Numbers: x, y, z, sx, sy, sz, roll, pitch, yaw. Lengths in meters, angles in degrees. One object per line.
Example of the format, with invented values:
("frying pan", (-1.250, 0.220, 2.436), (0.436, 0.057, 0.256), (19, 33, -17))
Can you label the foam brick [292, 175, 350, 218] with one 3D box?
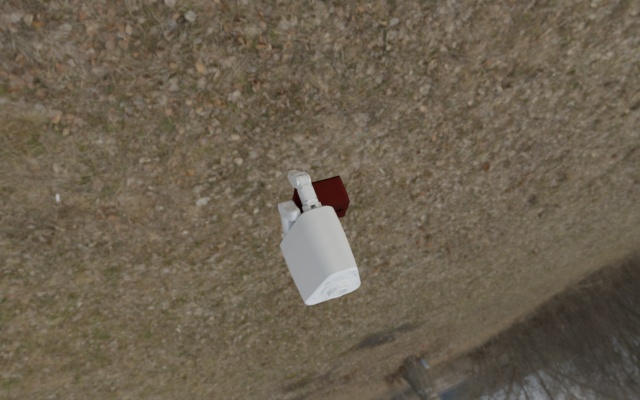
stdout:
("foam brick", (0.000, 0.002, 0.761), (0.078, 0.051, 0.053), (-15, -28, -18))
